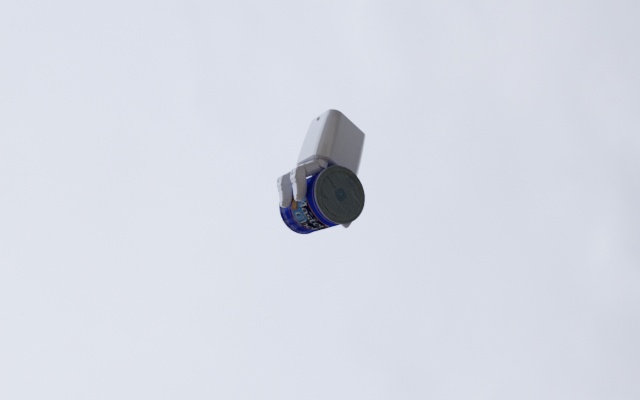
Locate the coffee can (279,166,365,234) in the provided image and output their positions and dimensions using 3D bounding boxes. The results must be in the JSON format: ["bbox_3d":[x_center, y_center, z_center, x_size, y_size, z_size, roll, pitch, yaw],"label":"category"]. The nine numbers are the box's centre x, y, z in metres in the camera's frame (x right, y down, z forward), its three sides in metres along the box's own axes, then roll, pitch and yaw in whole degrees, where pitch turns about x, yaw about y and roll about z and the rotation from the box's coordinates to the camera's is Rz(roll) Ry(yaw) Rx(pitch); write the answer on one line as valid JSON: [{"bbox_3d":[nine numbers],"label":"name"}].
[{"bbox_3d":[0.000,0.003,0.879,0.103,0.103,0.140,0,-11,-32],"label":"coffee can"}]
